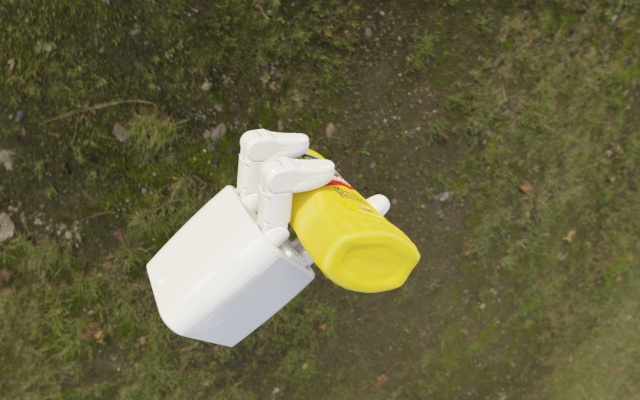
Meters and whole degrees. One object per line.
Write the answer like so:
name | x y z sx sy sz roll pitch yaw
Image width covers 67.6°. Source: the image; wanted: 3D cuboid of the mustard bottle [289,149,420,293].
mustard bottle | 0.000 0.001 0.432 0.096 0.058 0.191 16 21 -37
